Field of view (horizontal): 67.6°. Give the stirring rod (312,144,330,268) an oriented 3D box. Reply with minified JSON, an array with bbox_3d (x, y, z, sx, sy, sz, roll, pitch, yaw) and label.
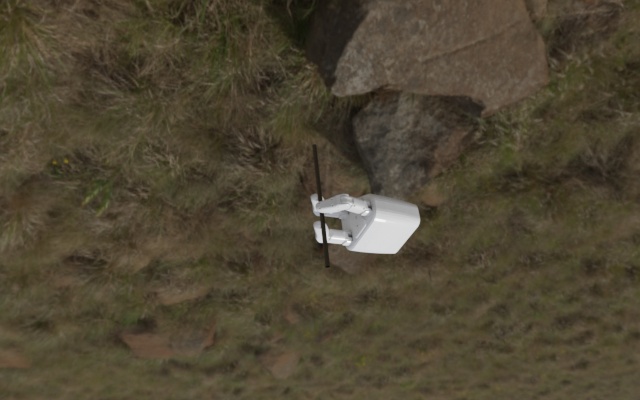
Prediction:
[{"bbox_3d":[0.000,0.003,0.835,0.011,0.239,0.011,-5,-28,-3],"label":"stirring rod"}]
